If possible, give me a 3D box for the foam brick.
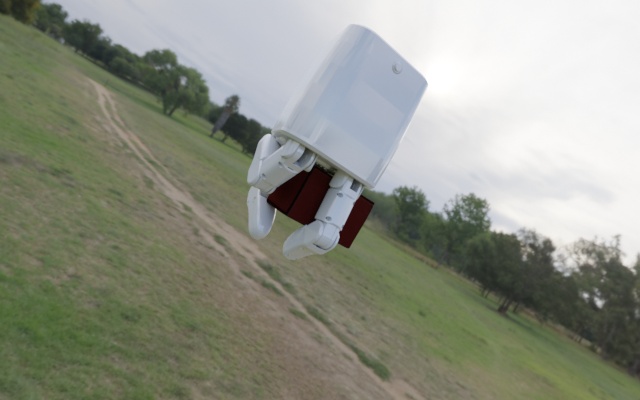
[{"bbox_3d":[0.000,0.002,0.446,0.078,0.051,0.053,31,-1,-31],"label":"foam brick"}]
